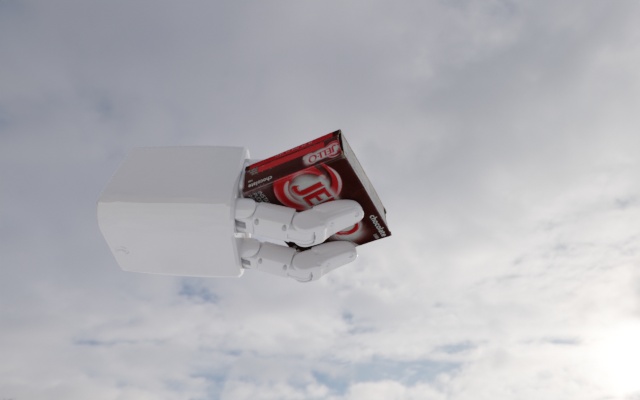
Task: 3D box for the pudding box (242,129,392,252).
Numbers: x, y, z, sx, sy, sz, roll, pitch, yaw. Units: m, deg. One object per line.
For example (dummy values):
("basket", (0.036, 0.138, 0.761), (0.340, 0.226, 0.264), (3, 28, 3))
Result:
("pudding box", (0.000, 0.001, 0.414), (0.090, 0.039, 0.114), (-19, -43, 18))
